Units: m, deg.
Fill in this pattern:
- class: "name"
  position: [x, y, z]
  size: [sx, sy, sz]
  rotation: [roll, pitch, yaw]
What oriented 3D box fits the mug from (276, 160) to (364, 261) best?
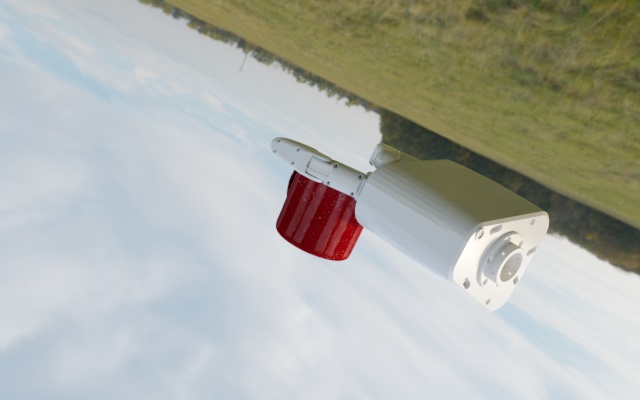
- class: "mug"
  position: [-0.001, 0.001, 0.478]
  size: [0.093, 0.081, 0.117]
  rotation: [14, 15, -42]
